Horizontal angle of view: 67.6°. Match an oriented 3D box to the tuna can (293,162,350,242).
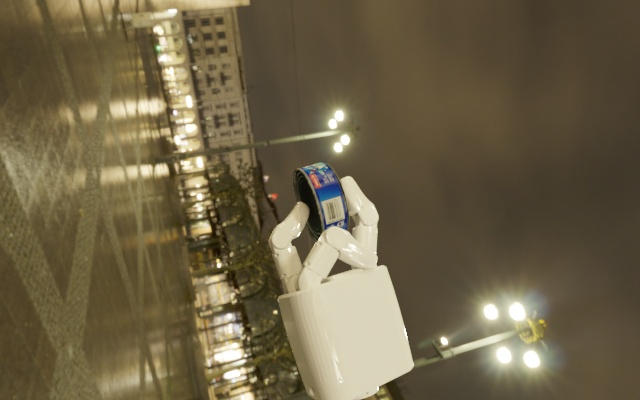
[{"bbox_3d":[0.001,0.002,0.529,0.034,0.086,0.086,-17,5,-15],"label":"tuna can"}]
